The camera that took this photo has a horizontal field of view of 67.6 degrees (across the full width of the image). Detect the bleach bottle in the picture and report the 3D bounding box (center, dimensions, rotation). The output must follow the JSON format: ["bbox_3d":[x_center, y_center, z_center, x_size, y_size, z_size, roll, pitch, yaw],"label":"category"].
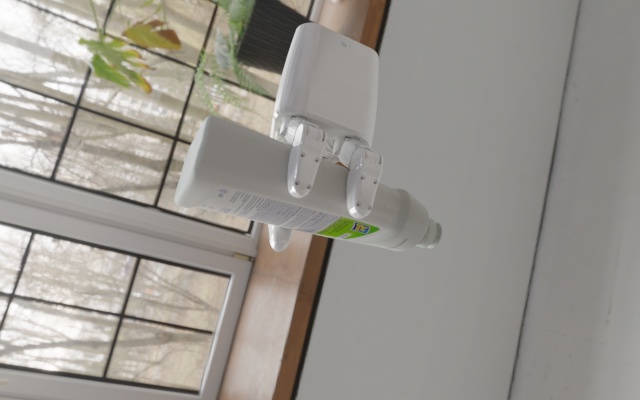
[{"bbox_3d":[0.000,0.001,0.450,0.251,0.068,0.102,18,-22,-21],"label":"bleach bottle"}]
